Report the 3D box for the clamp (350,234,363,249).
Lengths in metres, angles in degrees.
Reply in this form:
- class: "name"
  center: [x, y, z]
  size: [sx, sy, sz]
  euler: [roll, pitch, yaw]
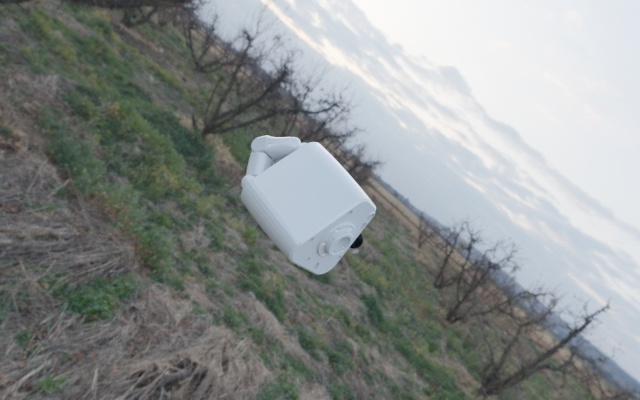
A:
- class: "clamp"
  center: [0.000, 0.002, 0.656]
  size: [0.120, 0.039, 0.171]
  euler: [52, 11, 33]
